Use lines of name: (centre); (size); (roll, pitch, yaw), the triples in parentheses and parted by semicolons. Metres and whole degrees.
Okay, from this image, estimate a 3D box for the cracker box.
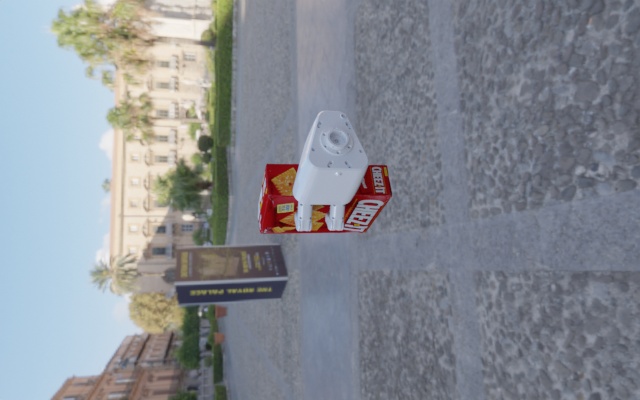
cracker box: (0.000, 0.003, 0.863); (0.214, 0.072, 0.164); (1, -26, -13)
